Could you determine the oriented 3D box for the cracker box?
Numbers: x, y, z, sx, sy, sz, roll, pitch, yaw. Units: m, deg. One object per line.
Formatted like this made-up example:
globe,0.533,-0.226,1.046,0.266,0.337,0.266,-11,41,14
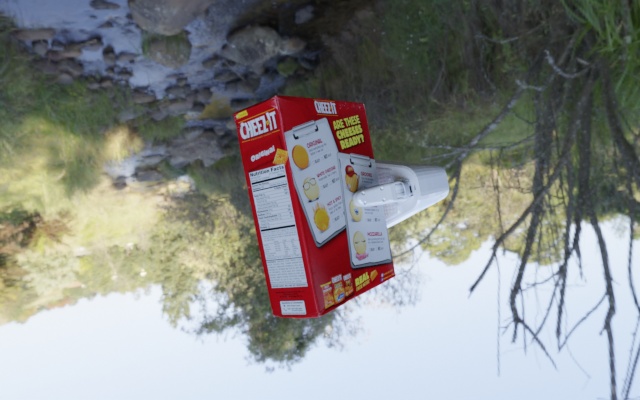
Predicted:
cracker box,0.000,0.002,0.525,0.072,0.213,0.164,-11,0,36
